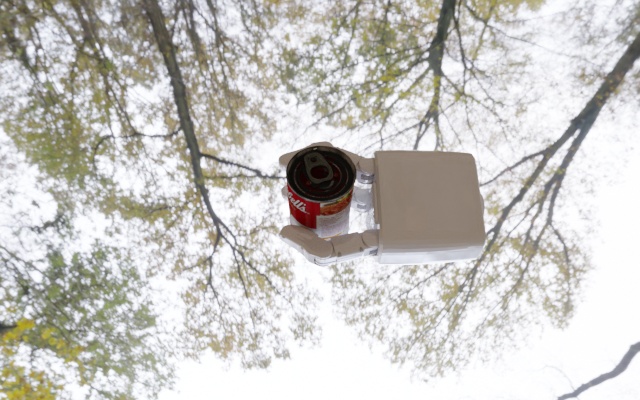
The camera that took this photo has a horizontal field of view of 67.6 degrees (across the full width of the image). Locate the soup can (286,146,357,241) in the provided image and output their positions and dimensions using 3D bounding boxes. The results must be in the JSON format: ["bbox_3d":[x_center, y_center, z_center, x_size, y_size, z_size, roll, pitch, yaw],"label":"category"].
[{"bbox_3d":[0.000,0.002,0.496,0.068,0.068,0.102,0,-34,-1],"label":"soup can"}]
